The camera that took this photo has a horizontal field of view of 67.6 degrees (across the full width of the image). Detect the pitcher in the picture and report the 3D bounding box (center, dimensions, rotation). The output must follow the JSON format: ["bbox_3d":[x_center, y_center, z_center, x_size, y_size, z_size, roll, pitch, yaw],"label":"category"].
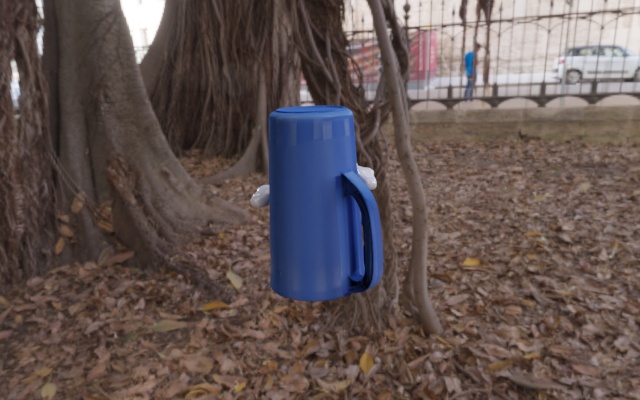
[{"bbox_3d":[0.000,0.002,0.629,0.149,0.243,0.145,-2,16,0],"label":"pitcher"}]
